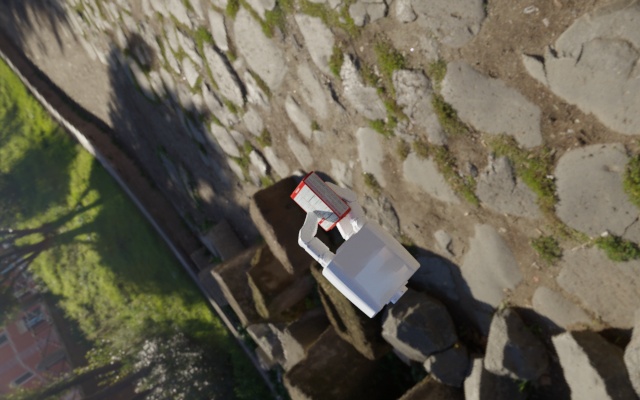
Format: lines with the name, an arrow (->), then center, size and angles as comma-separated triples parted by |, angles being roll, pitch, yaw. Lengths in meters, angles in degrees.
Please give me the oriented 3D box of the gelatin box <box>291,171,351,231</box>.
gelatin box -> 0.000, 0.003, 0.779 | 0.030, 0.089, 0.073 | -46, 0, -26
